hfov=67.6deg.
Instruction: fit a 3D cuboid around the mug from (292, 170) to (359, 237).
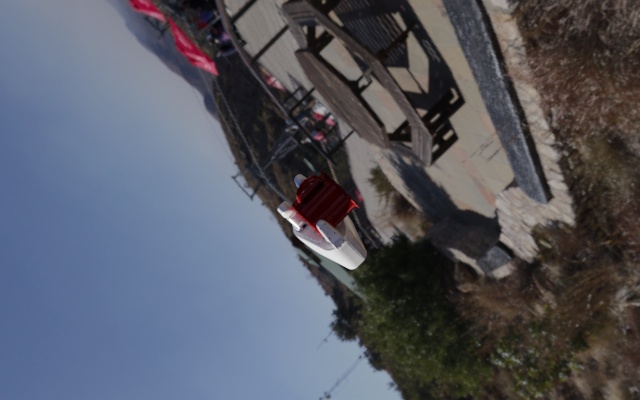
[{"bbox_3d":[-0.001,0.002,0.813,0.093,0.081,0.117,43,-2,41],"label":"mug"}]
